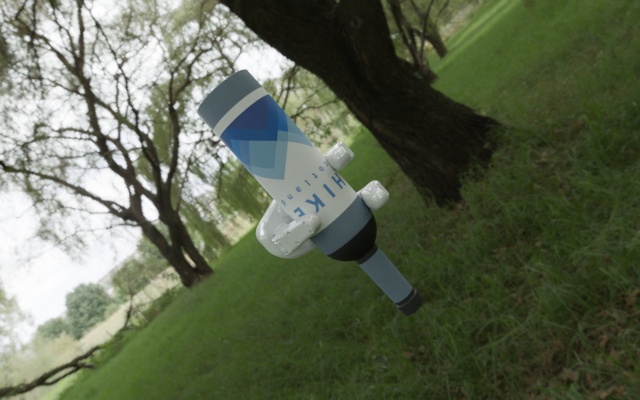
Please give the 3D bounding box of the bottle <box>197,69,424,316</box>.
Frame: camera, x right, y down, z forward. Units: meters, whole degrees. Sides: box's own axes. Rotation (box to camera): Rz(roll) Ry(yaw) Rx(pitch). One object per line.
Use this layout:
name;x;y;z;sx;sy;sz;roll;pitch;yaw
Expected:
bottle;0.000;0.001;0.486;0.069;0.296;0.069;-41;5;4
